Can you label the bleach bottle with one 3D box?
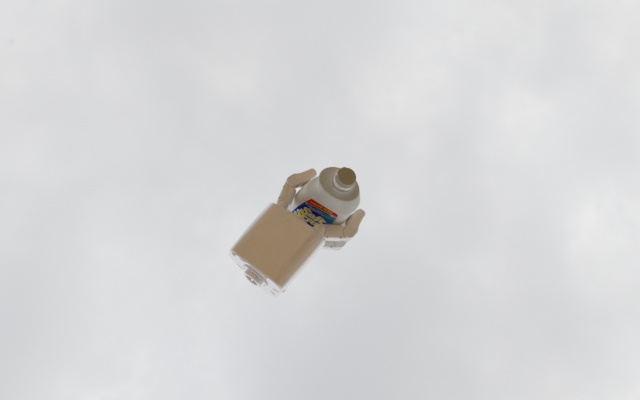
[{"bbox_3d":[0.000,0.003,0.785,0.102,0.068,0.251,40,-25,2],"label":"bleach bottle"}]
